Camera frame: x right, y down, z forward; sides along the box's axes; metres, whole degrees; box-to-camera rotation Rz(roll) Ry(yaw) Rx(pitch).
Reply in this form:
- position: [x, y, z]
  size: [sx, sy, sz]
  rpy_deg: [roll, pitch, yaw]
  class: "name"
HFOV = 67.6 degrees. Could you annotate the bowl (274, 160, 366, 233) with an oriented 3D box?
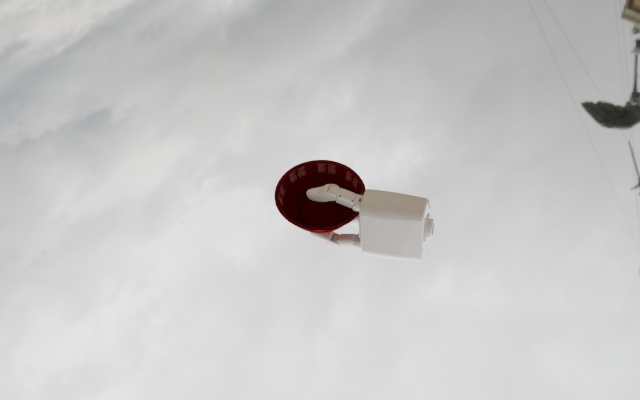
- position: [-0.001, 0.003, 0.856]
  size: [0.162, 0.162, 0.055]
  rpy_deg: [0, -39, 1]
  class: "bowl"
